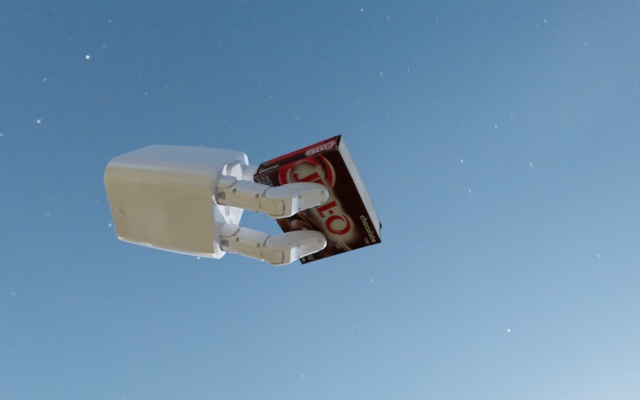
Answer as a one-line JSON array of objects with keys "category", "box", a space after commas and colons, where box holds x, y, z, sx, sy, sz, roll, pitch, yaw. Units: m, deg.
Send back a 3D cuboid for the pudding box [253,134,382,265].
[{"category": "pudding box", "box": [0.000, 0.001, 0.473, 0.090, 0.113, 0.039, -18, 28, 21]}]
